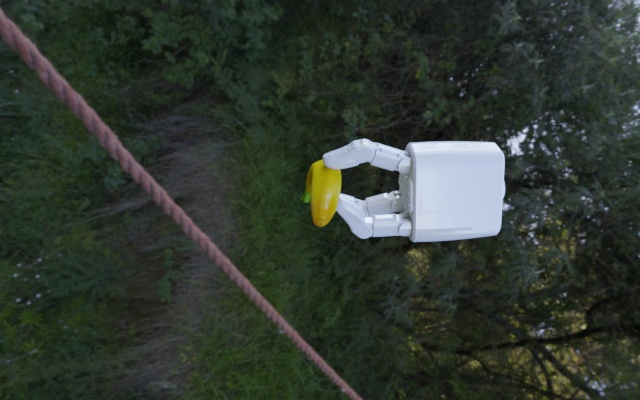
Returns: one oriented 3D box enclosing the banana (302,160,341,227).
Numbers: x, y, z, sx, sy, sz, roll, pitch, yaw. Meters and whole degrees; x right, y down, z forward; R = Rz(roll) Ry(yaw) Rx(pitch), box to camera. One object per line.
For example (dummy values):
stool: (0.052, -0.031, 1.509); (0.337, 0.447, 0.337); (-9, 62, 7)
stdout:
banana: (0.003, -0.017, 0.590); (0.037, 0.069, 0.198); (11, 6, -5)
